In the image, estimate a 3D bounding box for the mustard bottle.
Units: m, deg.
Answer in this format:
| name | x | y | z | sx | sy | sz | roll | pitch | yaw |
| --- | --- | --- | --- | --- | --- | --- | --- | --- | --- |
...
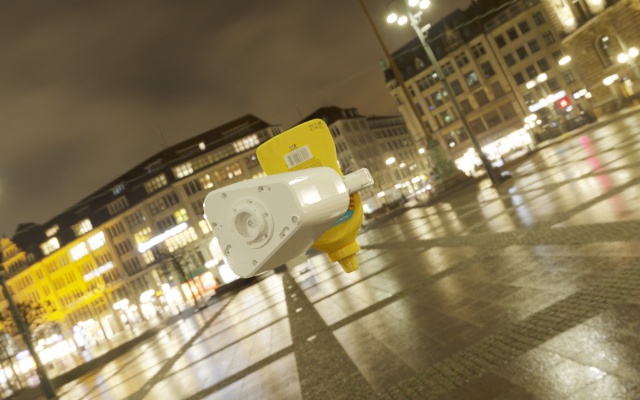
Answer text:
| name | x | y | z | sx | sy | sz | roll | pitch | yaw |
| --- | --- | --- | --- | --- | --- | --- | --- | --- | --- |
| mustard bottle | 0.000 | 0.002 | 0.602 | 0.096 | 0.191 | 0.058 | -25 | -3 | 2 |
